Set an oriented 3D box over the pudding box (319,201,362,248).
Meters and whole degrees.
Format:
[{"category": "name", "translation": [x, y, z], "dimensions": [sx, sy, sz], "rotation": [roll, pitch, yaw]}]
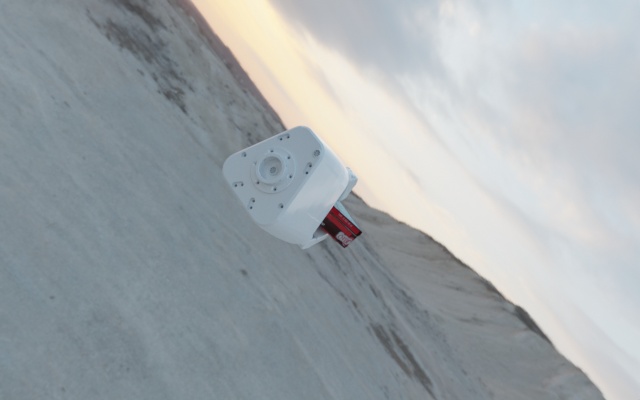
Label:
[{"category": "pudding box", "translation": [0.000, 0.002, 0.653], "dimensions": [0.090, 0.039, 0.113], "rotation": [44, 9, -42]}]
